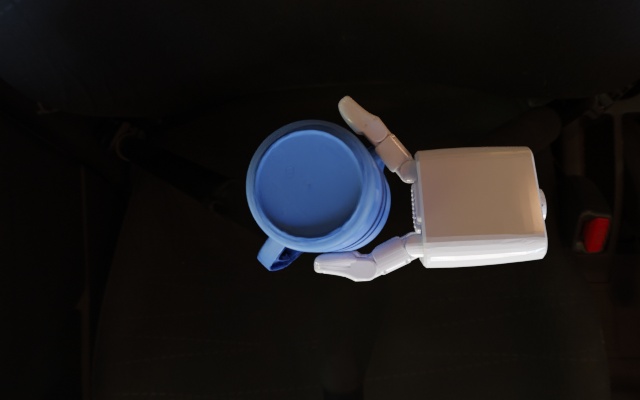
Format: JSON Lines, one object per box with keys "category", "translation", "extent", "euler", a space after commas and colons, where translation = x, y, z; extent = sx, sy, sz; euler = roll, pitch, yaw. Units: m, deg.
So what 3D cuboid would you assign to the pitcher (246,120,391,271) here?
{"category": "pitcher", "translation": [0.000, 0.002, 0.496], "extent": [0.145, 0.149, 0.243], "euler": [-2, -3, 8]}
